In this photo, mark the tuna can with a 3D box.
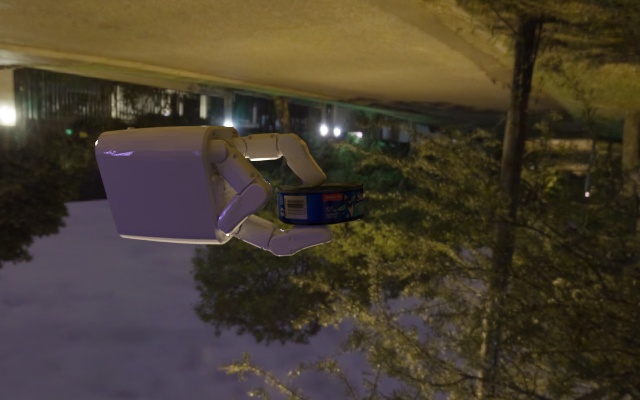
[{"bbox_3d":[0.000,0.002,0.468,0.086,0.034,0.086,-3,6,0],"label":"tuna can"}]
